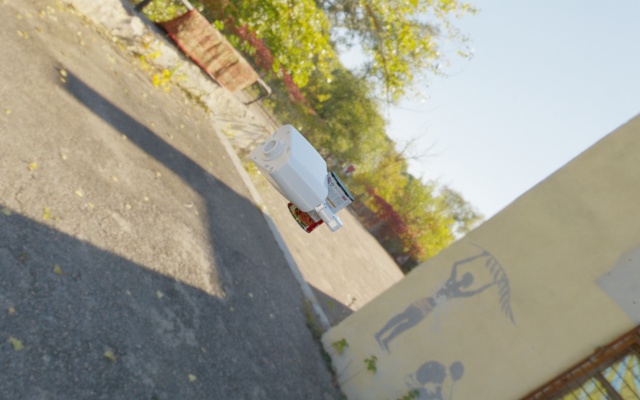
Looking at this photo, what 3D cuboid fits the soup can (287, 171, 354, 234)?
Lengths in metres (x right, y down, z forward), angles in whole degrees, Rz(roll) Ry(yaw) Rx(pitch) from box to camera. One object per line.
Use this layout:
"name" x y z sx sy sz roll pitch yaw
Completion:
"soup can" 0.001 0.003 0.862 0.102 0.068 0.068 -37 -6 8
